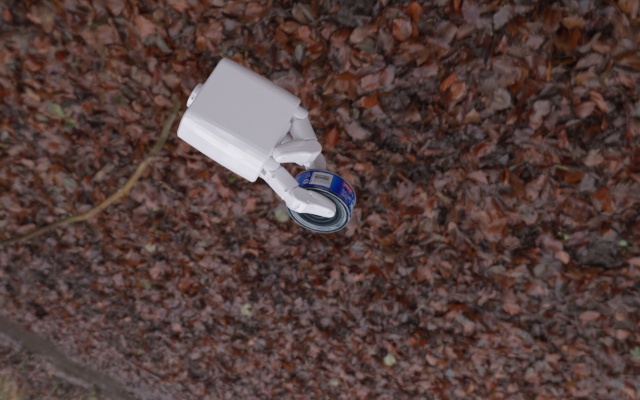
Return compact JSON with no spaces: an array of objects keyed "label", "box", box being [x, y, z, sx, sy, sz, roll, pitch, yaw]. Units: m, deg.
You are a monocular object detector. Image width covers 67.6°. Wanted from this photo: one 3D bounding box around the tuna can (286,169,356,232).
[{"label":"tuna can","box":[0.000,0.002,0.608,0.086,0.033,0.086,10,-42,9]}]
